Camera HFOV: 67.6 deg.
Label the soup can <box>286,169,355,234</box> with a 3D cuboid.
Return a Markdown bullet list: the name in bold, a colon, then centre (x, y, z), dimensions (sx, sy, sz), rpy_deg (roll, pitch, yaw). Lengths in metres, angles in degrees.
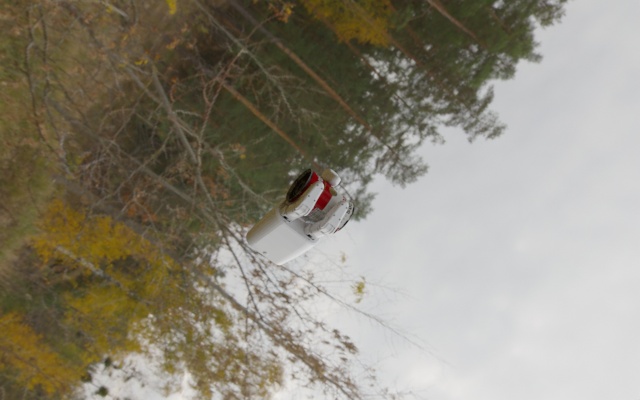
- **soup can**: centre (0.001, 0.003, 0.826), dimensions (0.102, 0.068, 0.068), rpy_deg (39, -14, -18)
